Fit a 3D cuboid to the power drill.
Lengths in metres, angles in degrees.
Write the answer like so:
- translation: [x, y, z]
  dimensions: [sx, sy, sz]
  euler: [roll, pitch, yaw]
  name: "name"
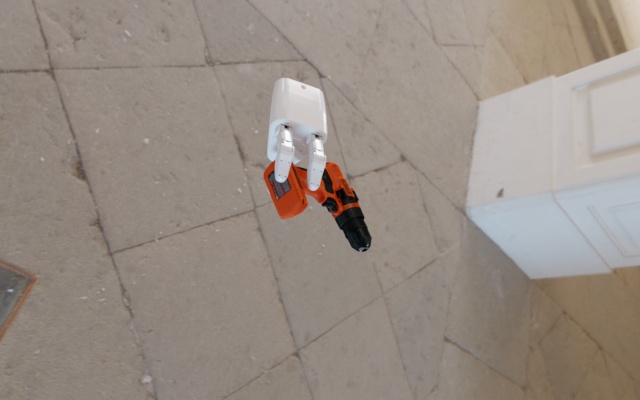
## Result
- translation: [0.000, 0.002, 0.812]
  dimensions: [0.057, 0.184, 0.188]
  euler: [-40, -30, 25]
  name: "power drill"
